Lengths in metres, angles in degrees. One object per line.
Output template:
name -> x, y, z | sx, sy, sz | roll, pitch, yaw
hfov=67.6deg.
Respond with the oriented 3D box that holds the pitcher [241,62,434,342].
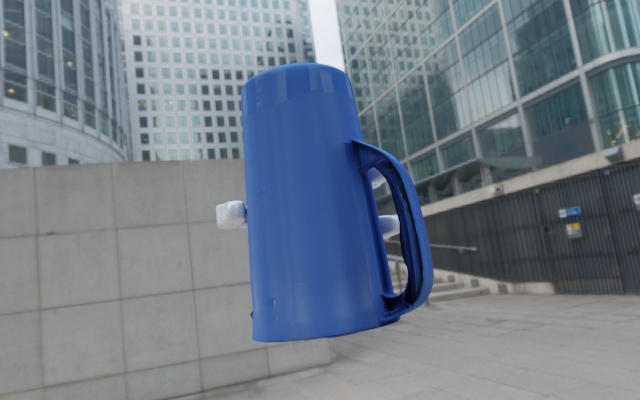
pitcher -> 0.000, 0.001, 0.442 | 0.149, 0.243, 0.145 | -6, -9, -10
